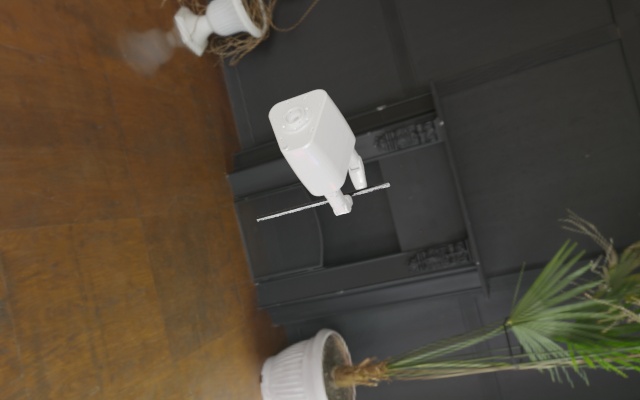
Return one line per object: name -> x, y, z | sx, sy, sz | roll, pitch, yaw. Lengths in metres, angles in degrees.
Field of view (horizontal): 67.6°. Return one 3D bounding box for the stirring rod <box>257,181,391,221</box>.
stirring rod -> 0.000, 0.003, 0.797 | 0.239, 0.011, 0.011 | -15, -5, 19
